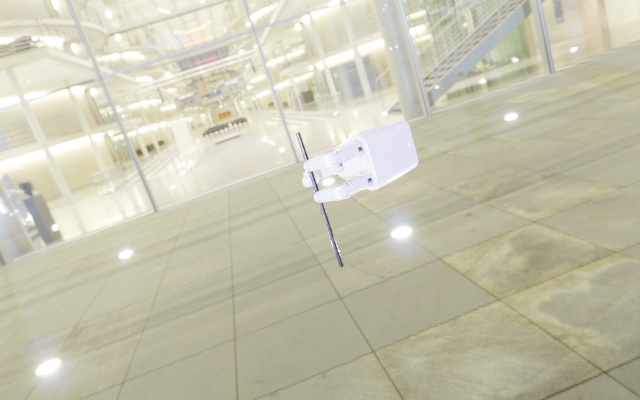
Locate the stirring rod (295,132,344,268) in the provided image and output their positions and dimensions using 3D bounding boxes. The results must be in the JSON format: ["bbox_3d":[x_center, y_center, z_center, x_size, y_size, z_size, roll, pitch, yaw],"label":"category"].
[{"bbox_3d":[0.000,0.003,0.792,0.011,0.239,0.011,-17,14,4],"label":"stirring rod"}]
